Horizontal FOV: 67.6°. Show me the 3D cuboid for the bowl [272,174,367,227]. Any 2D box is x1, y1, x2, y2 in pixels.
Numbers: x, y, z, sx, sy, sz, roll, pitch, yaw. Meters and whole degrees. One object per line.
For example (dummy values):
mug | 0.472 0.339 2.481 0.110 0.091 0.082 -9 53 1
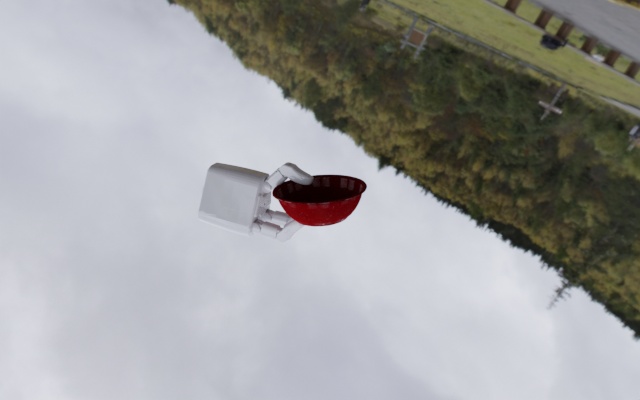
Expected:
bowl | 0.001 0.003 0.817 0.162 0.055 0.162 -4 18 1
